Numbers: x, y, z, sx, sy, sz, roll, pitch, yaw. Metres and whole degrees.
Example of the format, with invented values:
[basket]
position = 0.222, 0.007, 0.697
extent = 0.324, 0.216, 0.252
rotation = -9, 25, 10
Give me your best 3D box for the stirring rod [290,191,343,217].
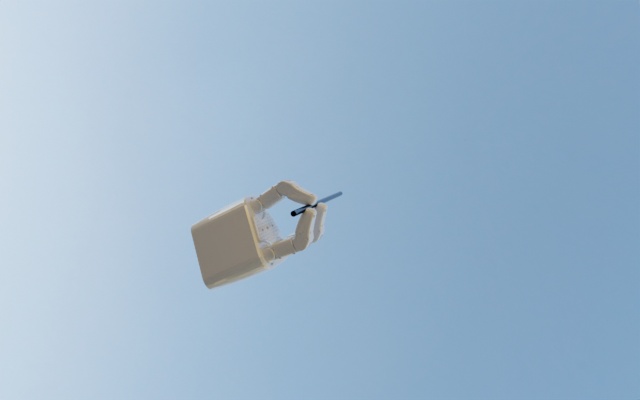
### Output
[stirring rod]
position = 0.000, 0.002, 0.721
extent = 0.011, 0.011, 0.239
rotation = 0, 7, 17
